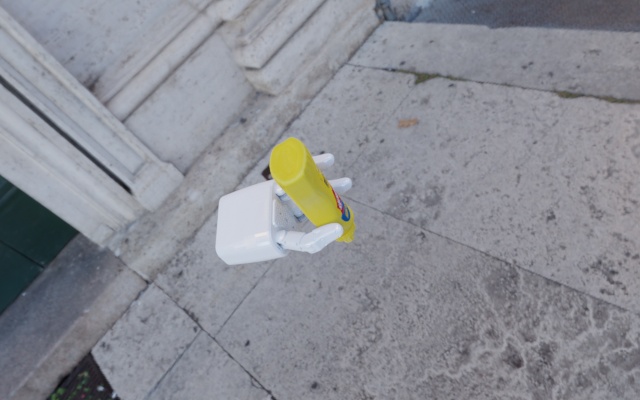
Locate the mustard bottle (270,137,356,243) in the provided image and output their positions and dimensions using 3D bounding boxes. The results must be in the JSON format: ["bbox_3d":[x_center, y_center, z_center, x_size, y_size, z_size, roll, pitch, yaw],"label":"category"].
[{"bbox_3d":[0.000,0.002,0.694,0.058,0.096,0.192,-31,-50,8],"label":"mustard bottle"}]
